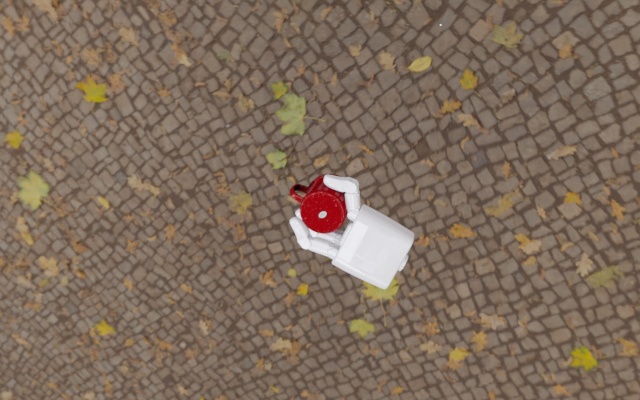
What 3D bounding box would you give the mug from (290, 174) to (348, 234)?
[{"bbox_3d":[-0.001,0.002,0.852,0.117,0.093,0.081,27,24,2],"label":"mug"}]
